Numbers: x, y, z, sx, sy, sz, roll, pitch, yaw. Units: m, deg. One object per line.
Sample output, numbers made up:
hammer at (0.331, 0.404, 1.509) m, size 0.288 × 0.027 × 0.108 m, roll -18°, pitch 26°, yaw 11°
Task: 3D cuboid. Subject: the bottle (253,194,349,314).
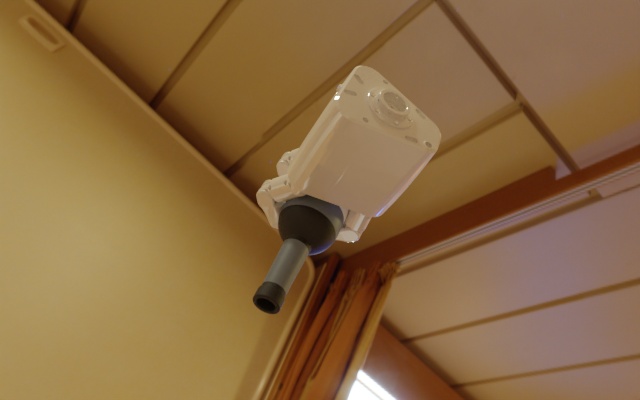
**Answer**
bottle at (0.000, 0.002, 0.535) m, size 0.069 × 0.069 × 0.295 m, roll 0°, pitch 39°, yaw 26°
